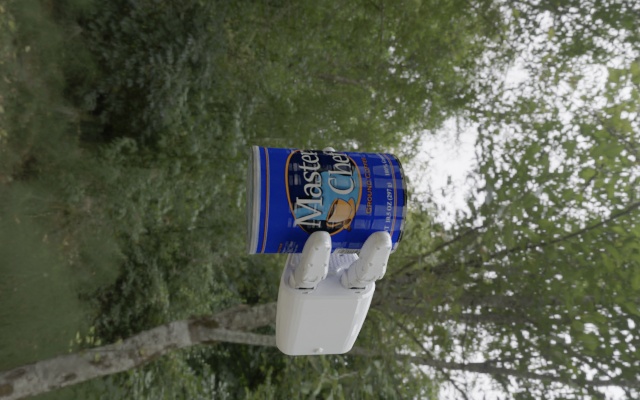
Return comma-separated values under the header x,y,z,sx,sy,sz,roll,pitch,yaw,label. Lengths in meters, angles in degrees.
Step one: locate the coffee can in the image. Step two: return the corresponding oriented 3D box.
x,y,z,sx,sy,sz,roll,pitch,yaw,label
0.000,0.001,0.466,0.140,0.103,0.103,2,0,-12,coffee can
